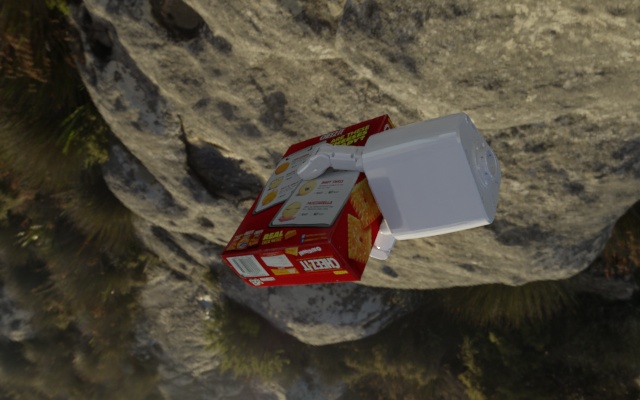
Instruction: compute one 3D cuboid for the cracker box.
[{"bbox_3d":[0.000,0.002,0.582,0.164,0.072,0.213,-12,37,37],"label":"cracker box"}]
